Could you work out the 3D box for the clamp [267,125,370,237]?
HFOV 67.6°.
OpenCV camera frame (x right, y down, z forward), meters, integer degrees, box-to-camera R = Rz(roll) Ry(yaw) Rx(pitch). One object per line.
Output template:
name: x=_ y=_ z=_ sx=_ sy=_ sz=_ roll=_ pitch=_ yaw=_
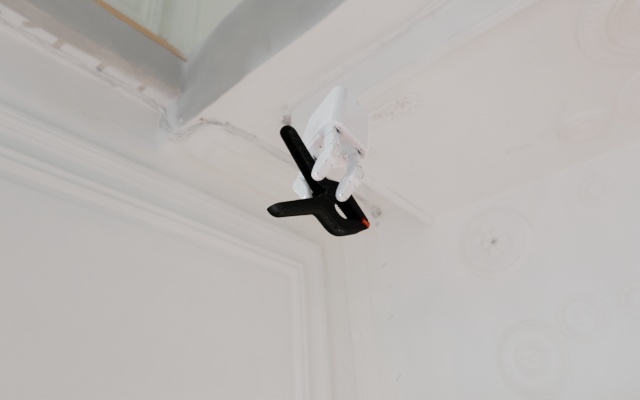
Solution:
clamp: x=0.000 y=0.003 z=0.730 sx=0.036 sy=0.164 sz=0.210 roll=-25 pitch=-53 yaw=35
